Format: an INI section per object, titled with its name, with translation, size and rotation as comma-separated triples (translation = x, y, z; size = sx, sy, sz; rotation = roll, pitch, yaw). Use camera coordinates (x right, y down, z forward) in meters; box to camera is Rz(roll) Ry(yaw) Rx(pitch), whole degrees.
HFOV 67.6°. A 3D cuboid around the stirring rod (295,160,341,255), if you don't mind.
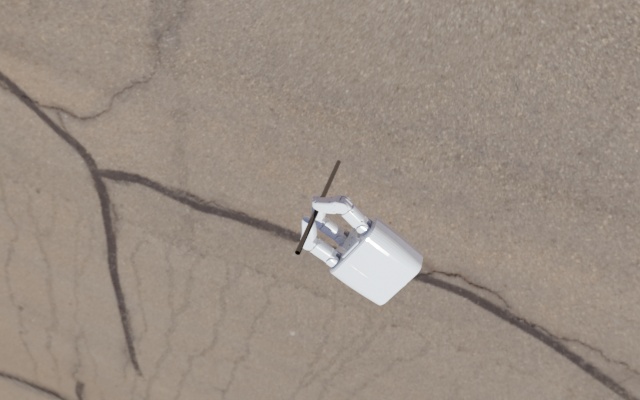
[stirring rod]
translation = 0.000, 0.002, 0.765
size = 0.011, 0.011, 0.239
rotation = 0, 37, 20
